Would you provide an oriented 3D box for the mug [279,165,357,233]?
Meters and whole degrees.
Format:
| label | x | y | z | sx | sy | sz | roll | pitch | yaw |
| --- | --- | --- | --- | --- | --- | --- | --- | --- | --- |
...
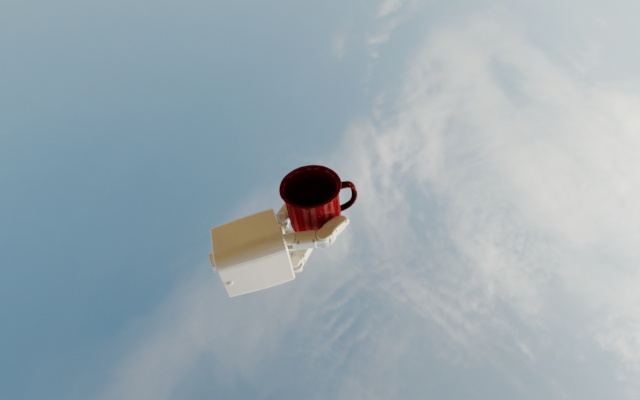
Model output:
| label | x | y | z | sx | sy | sz | roll | pitch | yaw |
| --- | --- | --- | --- | --- | --- | --- | --- | --- | --- |
| mug | 0.001 | 0.002 | 0.736 | 0.117 | 0.082 | 0.093 | -17 | 47 | -8 |
